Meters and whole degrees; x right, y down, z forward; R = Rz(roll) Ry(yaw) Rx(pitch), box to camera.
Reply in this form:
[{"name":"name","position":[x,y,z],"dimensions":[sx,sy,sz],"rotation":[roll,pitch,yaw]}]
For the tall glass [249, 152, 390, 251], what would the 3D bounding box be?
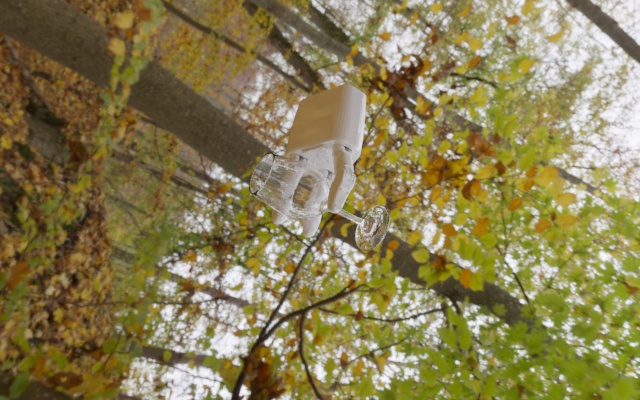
[{"name":"tall glass","position":[0.001,0.003,0.677],"dimensions":[0.201,0.079,0.079],"rotation":[26,-13,-28]}]
